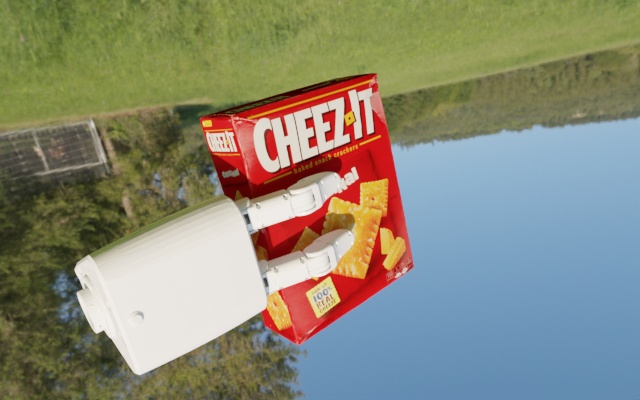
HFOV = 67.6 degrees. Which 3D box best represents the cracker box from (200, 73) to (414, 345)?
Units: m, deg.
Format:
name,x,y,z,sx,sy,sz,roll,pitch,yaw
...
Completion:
name,x,y,z,sx,sy,sz,roll,pitch,yaw
cracker box,0.000,0.002,0.462,0.164,0.214,0.072,-25,20,-32
